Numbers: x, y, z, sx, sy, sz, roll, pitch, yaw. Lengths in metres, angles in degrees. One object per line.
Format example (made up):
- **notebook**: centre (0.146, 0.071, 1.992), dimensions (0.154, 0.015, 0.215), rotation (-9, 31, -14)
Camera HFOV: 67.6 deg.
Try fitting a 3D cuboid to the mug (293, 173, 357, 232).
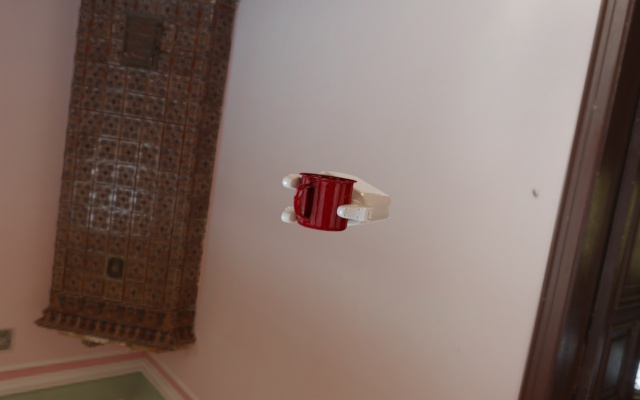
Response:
- **mug**: centre (-0.001, 0.003, 0.750), dimensions (0.093, 0.081, 0.117), rotation (12, 8, 35)
